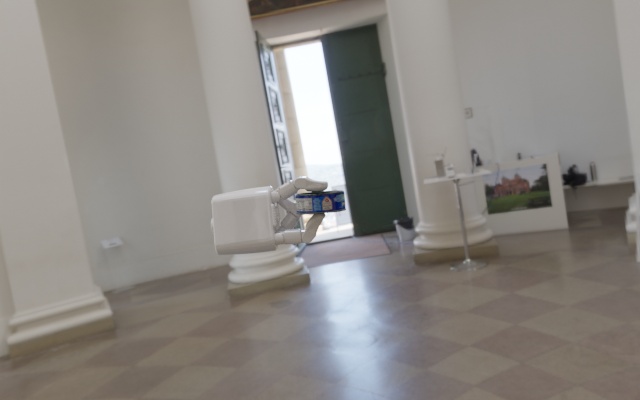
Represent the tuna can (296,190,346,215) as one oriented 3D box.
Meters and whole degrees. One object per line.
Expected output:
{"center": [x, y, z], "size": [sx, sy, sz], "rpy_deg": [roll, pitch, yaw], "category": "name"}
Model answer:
{"center": [0.000, 0.002, 0.819], "size": [0.086, 0.034, 0.086], "rpy_deg": [-5, 4, 0], "category": "tuna can"}
